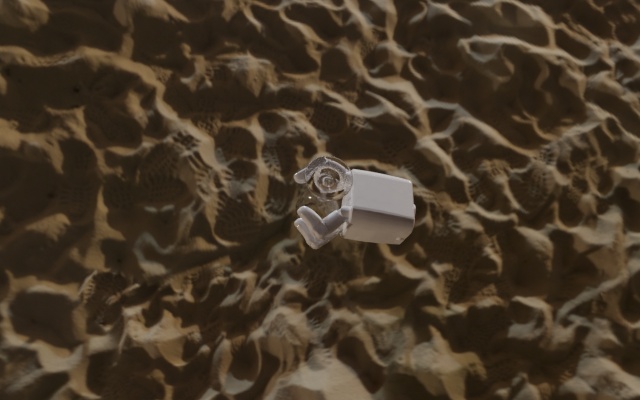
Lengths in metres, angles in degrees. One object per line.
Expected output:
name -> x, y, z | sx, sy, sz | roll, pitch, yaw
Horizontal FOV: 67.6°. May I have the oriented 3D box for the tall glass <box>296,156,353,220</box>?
tall glass -> 0.000, 0.002, 0.808 | 0.079, 0.079, 0.201 | 0, -22, -8
